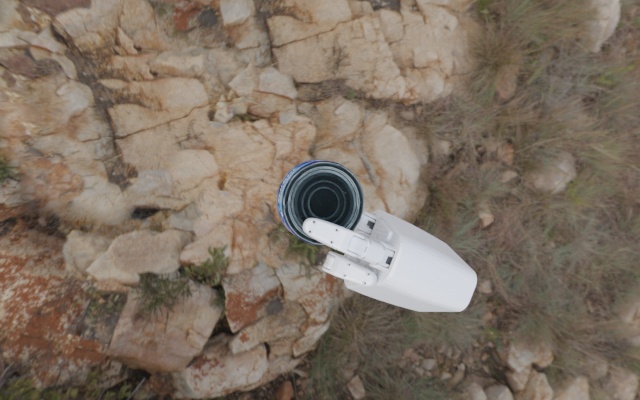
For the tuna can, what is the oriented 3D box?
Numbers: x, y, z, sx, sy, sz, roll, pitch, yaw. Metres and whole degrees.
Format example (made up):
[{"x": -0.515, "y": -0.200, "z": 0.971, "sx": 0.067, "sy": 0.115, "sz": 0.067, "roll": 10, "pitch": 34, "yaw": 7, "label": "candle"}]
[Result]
[{"x": 0.000, "y": 0.002, "z": 0.484, "sx": 0.086, "sy": 0.086, "sz": 0.033, "roll": 0, "pitch": 6, "yaw": -14, "label": "tuna can"}]
